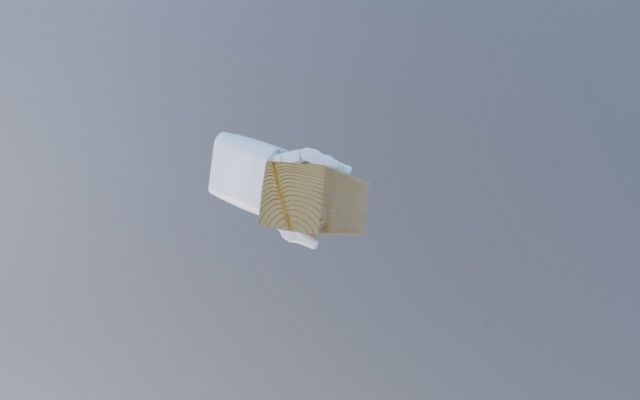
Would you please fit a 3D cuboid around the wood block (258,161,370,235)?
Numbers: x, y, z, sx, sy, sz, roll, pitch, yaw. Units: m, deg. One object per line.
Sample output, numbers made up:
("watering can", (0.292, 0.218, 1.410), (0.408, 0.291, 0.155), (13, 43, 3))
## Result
("wood block", (0.000, 0.003, 0.714), (0.090, 0.091, 0.206), (6, -1, 22))
